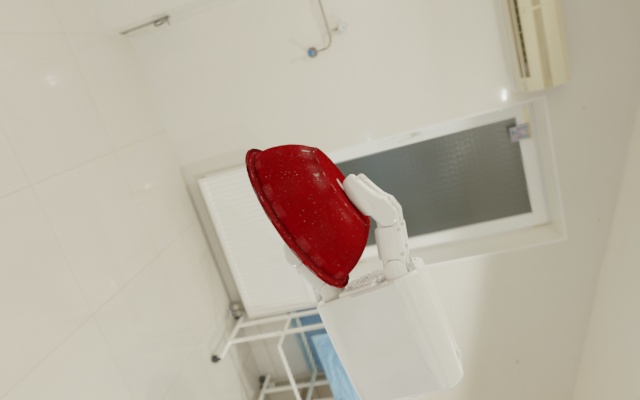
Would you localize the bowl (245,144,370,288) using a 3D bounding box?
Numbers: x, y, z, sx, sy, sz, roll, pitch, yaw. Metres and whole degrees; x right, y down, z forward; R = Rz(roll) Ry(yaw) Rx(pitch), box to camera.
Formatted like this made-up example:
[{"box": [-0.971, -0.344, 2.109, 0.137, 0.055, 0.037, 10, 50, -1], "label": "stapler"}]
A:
[{"box": [0.000, 0.000, 0.460, 0.055, 0.162, 0.162, -35, -9, 12], "label": "bowl"}]
